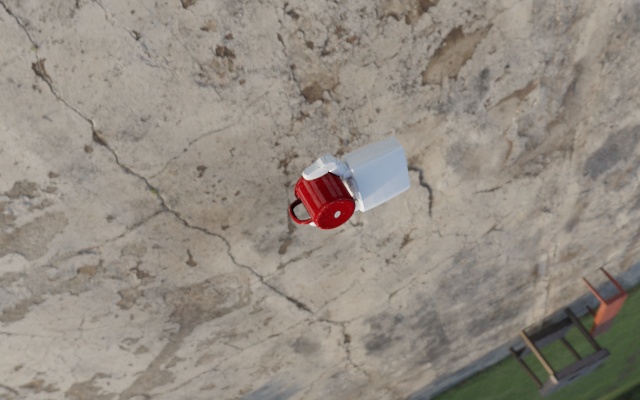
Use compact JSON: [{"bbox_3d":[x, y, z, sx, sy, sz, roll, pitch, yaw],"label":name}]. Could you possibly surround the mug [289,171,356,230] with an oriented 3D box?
[{"bbox_3d":[-0.001,0.004,0.851,0.117,0.081,0.093,-27,-37,-6],"label":"mug"}]
